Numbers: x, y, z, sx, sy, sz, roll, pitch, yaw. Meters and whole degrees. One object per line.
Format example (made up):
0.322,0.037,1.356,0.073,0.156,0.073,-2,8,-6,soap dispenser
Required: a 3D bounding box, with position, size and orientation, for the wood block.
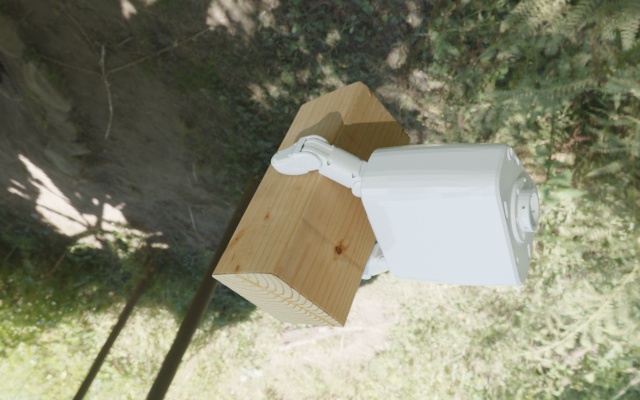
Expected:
0.000,0.001,0.448,0.090,0.206,0.091,-10,-43,46,wood block
